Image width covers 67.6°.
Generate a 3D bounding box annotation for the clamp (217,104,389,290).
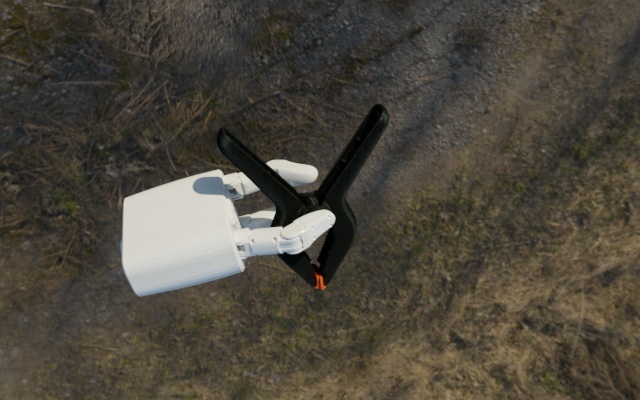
[{"bbox_3d":[0.000,0.003,0.494,0.164,0.210,0.036,-16,32,-6],"label":"clamp"}]
